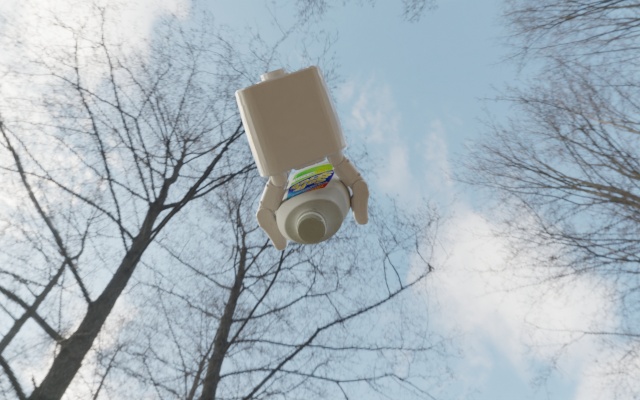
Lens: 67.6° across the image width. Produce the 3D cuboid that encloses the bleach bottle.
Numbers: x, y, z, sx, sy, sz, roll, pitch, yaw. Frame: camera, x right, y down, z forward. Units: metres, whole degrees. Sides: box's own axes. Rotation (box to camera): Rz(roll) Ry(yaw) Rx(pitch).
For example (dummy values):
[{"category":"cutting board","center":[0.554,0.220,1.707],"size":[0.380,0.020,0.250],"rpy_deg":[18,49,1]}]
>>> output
[{"category":"bleach bottle","center":[0.000,0.002,0.611],"size":[0.102,0.068,0.250],"rpy_deg":[-16,11,4]}]
